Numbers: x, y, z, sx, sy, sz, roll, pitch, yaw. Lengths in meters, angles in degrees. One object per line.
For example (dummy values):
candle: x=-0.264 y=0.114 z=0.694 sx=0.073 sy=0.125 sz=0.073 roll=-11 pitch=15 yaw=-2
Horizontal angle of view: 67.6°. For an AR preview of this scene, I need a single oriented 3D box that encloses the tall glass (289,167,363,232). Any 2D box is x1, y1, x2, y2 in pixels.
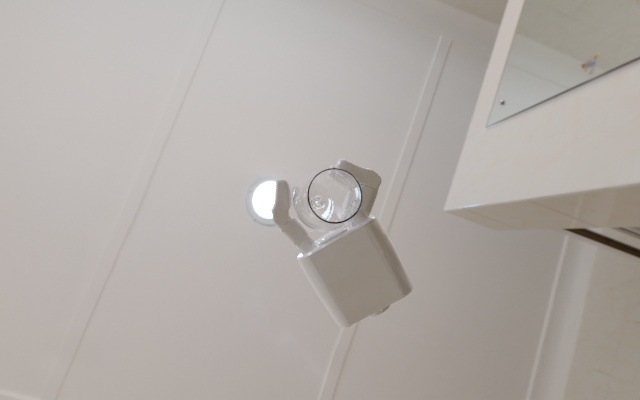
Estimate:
tall glass: x=0.000 y=0.002 z=0.618 sx=0.079 sy=0.079 sz=0.201 roll=0 pitch=-4 yaw=-9
